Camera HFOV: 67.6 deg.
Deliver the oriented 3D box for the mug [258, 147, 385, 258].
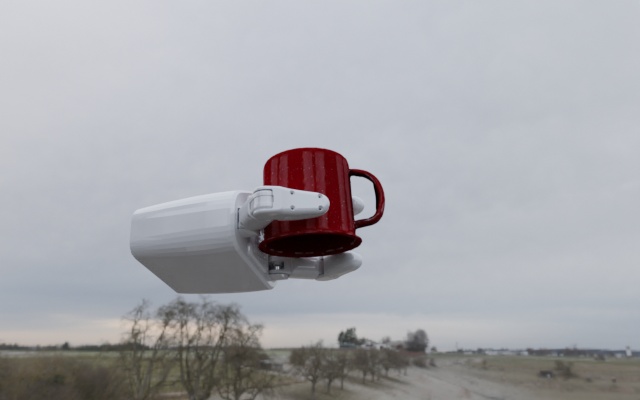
[{"bbox_3d":[0.001,0.001,0.436,0.117,0.081,0.093,-8,-19,13],"label":"mug"}]
